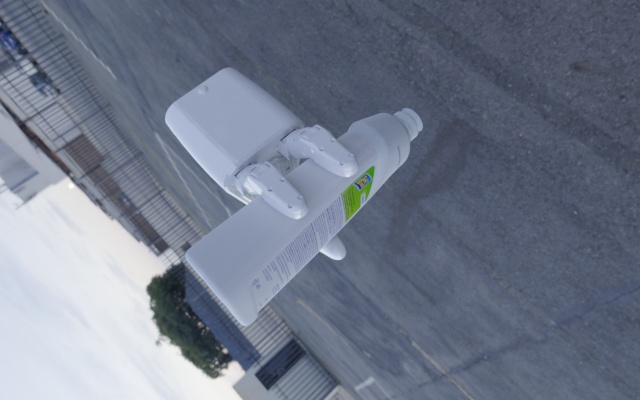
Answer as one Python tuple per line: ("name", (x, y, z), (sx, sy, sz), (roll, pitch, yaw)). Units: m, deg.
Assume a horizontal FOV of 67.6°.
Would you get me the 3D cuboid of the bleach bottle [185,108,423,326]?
("bleach bottle", (0.000, 0.001, 0.446), (0.251, 0.068, 0.103), (-40, -23, -17))
